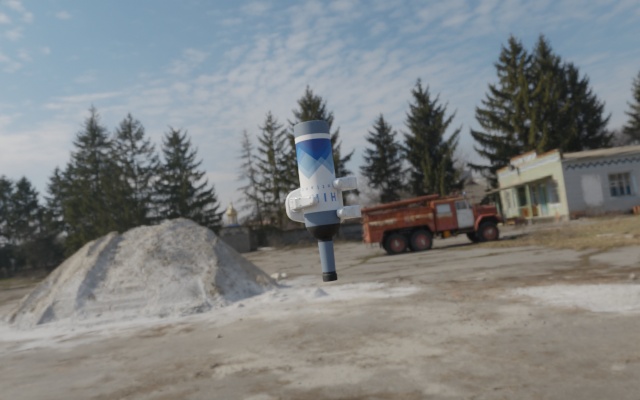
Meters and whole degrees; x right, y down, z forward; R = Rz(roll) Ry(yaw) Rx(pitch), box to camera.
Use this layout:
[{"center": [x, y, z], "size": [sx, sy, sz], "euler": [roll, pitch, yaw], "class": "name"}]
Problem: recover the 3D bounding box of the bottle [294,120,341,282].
[{"center": [0.000, 0.003, 0.892], "size": [0.069, 0.295, 0.069], "euler": [-7, -4, 0], "class": "bottle"}]
